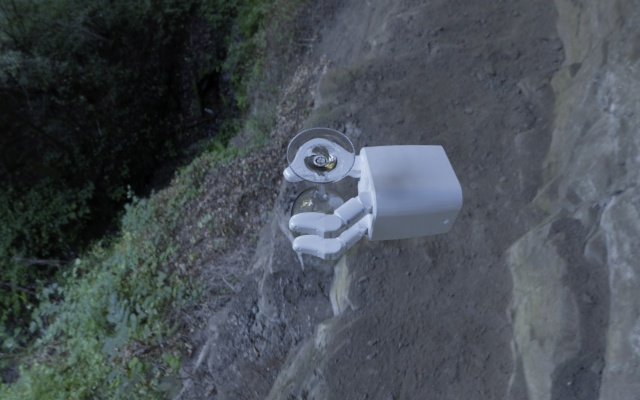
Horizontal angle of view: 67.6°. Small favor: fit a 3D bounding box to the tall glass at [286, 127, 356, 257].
[{"bbox_3d":[0.000,0.002,0.594,0.079,0.079,0.201,0,-31,-1],"label":"tall glass"}]
